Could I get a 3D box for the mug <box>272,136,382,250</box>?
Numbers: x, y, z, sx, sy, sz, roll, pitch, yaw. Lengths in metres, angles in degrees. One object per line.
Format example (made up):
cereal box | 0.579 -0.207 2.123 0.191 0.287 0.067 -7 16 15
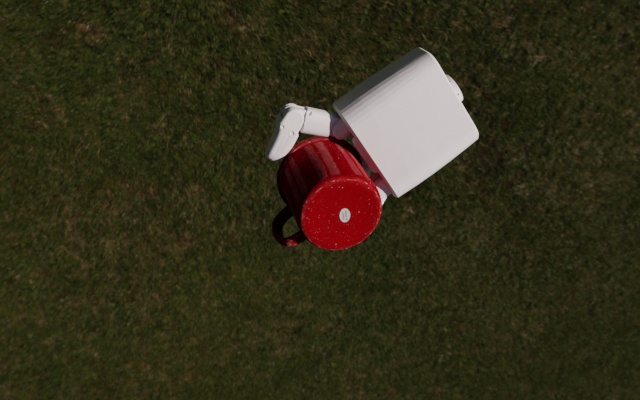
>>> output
mug | -0.001 0.002 0.468 0.117 0.093 0.081 -36 33 6
